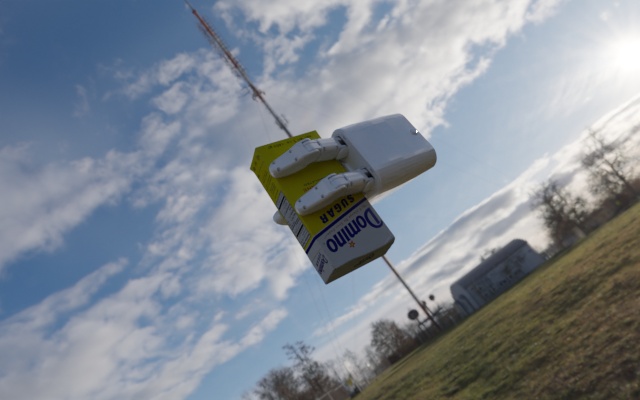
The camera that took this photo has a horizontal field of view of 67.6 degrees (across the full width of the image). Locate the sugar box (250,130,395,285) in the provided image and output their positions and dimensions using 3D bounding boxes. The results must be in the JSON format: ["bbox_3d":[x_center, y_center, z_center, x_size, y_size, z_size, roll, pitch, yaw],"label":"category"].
[{"bbox_3d":[0.000,0.001,0.562,0.093,0.176,0.048,-22,-27,-31],"label":"sugar box"}]
